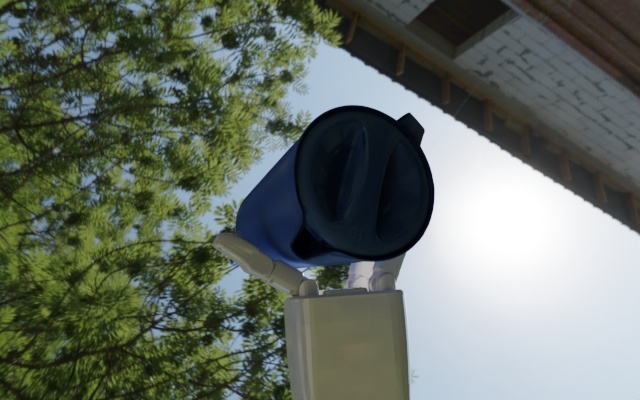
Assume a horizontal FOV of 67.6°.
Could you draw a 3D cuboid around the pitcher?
[{"bbox_3d":[0.000,0.002,0.497,0.149,0.145,0.243,1,-13,-24],"label":"pitcher"}]
